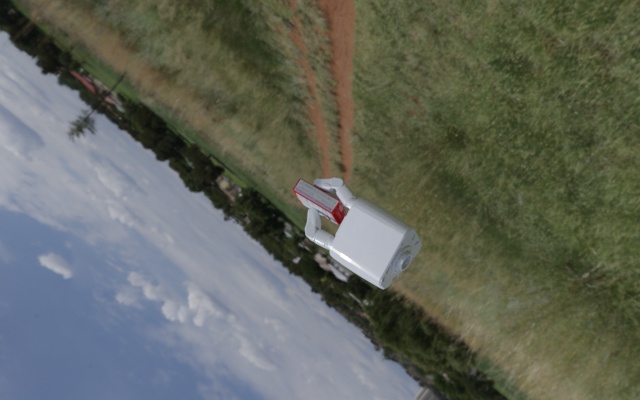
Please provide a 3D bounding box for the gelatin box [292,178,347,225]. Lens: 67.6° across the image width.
[{"bbox_3d":[0.000,0.003,0.848,0.089,0.030,0.073,30,-10,19],"label":"gelatin box"}]
